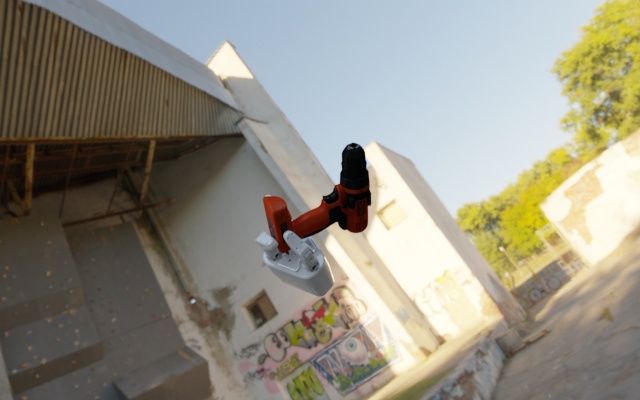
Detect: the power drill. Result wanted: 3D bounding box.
[{"bbox_3d":[0.000,0.003,0.816,0.187,0.185,0.057,-19,39,-16],"label":"power drill"}]
